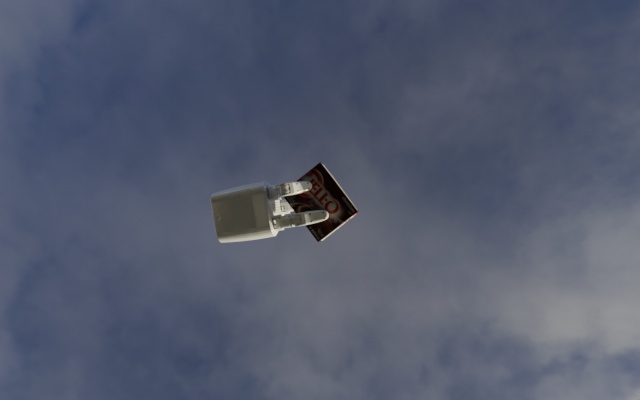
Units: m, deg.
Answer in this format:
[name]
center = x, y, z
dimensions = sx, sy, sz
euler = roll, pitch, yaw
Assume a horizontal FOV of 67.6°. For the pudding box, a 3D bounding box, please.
[pudding box]
center = 0.000, 0.003, 0.847
dimensions = 0.090, 0.113, 0.039
euler = -38, -4, 8
